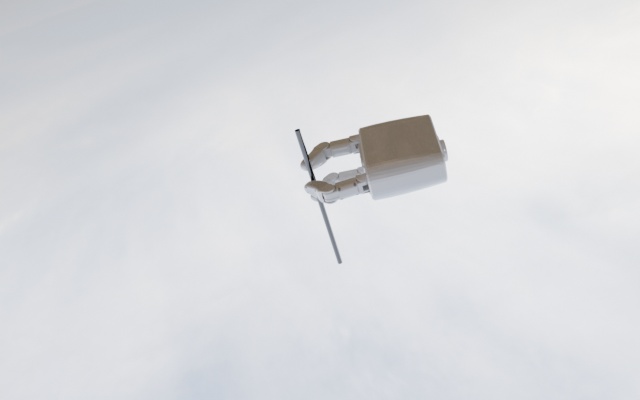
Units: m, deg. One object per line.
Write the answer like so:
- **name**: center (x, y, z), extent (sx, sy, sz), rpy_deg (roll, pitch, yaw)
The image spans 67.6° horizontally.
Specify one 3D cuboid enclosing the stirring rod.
- **stirring rod**: center (0.000, 0.002, 0.711), extent (0.011, 0.240, 0.011), rpy_deg (-13, 32, 8)
